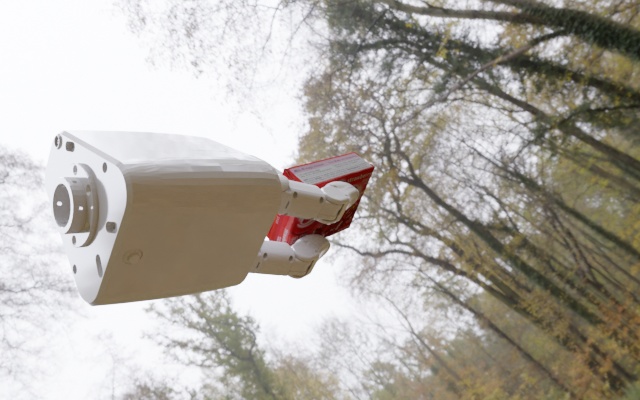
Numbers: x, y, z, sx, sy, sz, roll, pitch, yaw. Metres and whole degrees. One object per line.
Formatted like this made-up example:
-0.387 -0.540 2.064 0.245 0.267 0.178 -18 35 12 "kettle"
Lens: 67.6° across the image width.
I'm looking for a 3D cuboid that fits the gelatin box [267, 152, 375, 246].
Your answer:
0.000 0.001 0.419 0.089 0.073 0.030 -19 49 -43 "gelatin box"
